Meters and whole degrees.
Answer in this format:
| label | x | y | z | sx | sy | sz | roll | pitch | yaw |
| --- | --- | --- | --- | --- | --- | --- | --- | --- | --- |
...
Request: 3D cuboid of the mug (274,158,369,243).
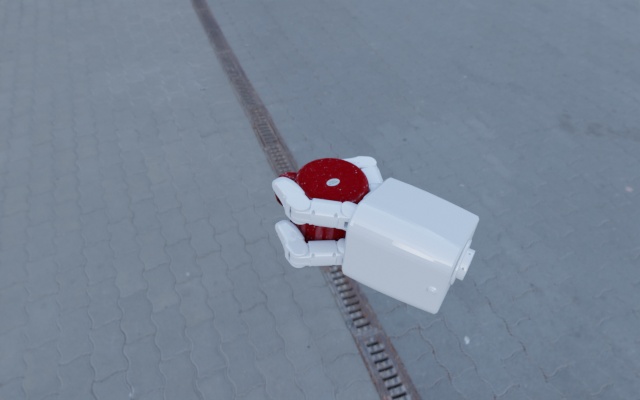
| label | x | y | z | sx | sy | sz | roll | pitch | yaw |
| --- | --- | --- | --- | --- | --- | --- | --- | --- | --- |
| mug | -0.001 | 0.001 | 0.543 | 0.117 | 0.082 | 0.093 | 24 | 47 | 19 |
